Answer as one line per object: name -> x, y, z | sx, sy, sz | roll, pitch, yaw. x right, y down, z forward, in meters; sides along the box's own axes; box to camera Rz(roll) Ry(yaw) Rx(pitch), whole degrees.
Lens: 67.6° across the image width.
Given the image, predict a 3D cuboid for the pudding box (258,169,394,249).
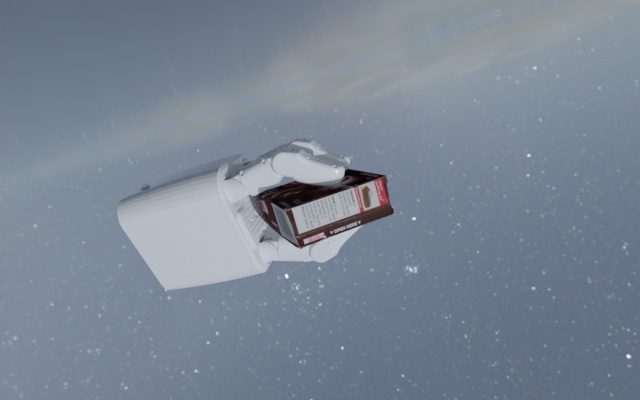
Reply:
pudding box -> 0.000, 0.002, 0.429 | 0.090, 0.039, 0.113 | -20, 15, -15
